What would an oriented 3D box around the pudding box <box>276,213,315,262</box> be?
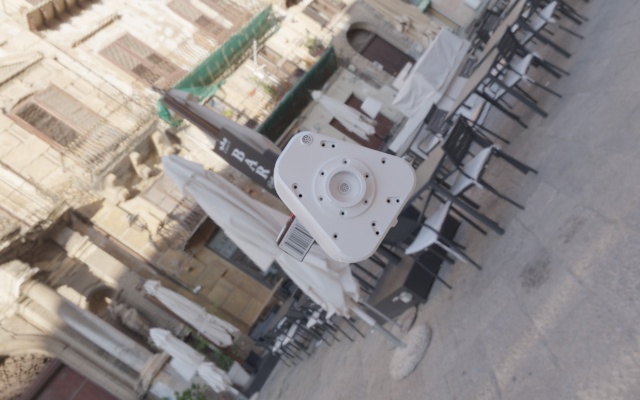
[{"bbox_3d":[0.000,0.002,0.542,0.039,0.113,0.090,34,23,0],"label":"pudding box"}]
